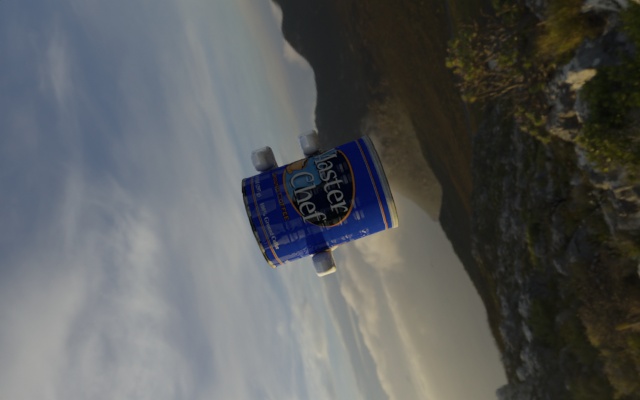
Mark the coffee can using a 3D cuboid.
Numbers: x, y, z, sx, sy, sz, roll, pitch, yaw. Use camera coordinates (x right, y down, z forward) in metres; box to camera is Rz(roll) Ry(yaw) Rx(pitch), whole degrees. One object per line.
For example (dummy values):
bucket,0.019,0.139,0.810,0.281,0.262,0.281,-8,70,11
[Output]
coffee can,0.000,0.002,0.510,0.140,0.103,0.103,-19,-1,2
